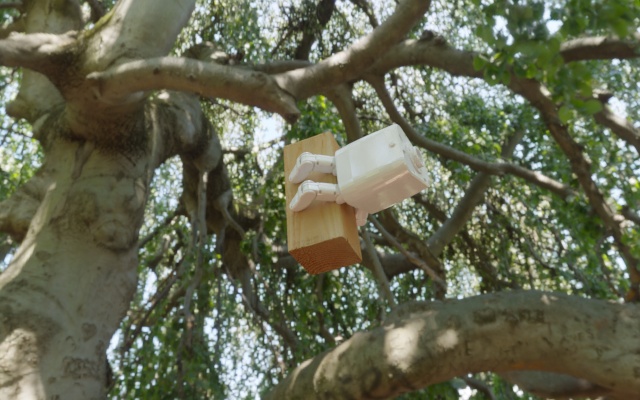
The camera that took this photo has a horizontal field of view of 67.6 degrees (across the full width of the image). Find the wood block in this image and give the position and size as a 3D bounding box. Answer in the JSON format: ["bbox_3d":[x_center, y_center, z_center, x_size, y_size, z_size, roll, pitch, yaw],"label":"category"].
[{"bbox_3d":[0.001,0.002,0.776,0.090,0.206,0.091,-17,-38,16],"label":"wood block"}]
